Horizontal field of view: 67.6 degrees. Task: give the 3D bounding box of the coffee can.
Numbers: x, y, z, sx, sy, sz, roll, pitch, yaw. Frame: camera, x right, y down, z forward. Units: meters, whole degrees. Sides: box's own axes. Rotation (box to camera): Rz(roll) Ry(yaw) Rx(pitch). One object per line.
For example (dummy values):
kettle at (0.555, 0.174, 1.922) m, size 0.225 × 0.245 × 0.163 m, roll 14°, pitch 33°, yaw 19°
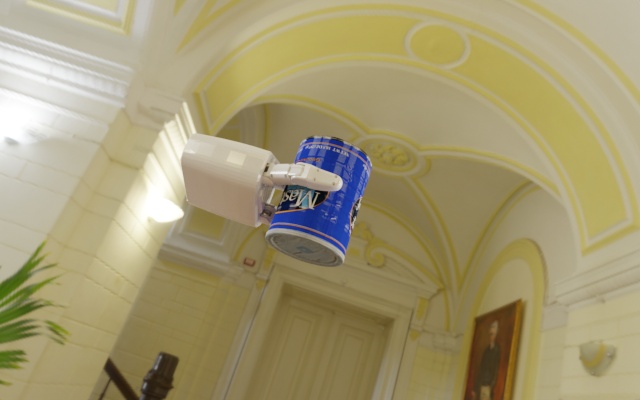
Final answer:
coffee can at (0.000, 0.002, 0.621) m, size 0.103 × 0.140 × 0.103 m, roll 16°, pitch -22°, yaw 7°
